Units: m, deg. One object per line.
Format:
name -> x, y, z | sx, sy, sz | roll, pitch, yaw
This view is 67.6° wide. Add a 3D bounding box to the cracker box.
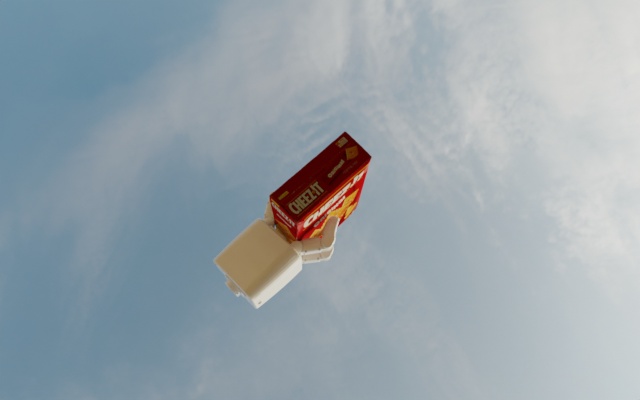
cracker box -> 0.000, 0.003, 0.820 | 0.164, 0.072, 0.214 | -42, -14, -16
